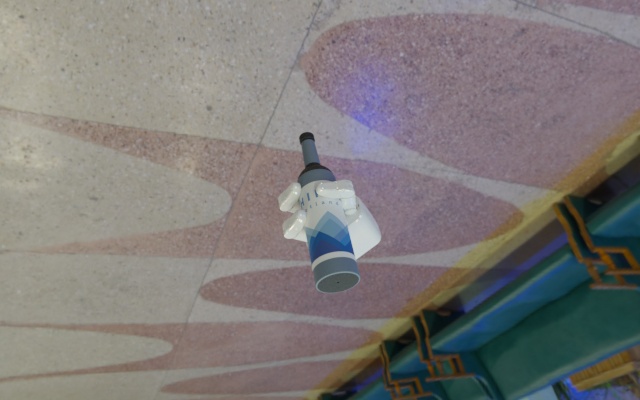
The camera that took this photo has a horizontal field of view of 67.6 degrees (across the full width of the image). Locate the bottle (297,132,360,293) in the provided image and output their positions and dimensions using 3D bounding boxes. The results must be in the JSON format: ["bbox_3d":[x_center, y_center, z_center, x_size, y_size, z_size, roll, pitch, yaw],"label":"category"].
[{"bbox_3d":[0.000,0.003,0.777,0.069,0.295,0.069,-8,-35,-6],"label":"bottle"}]
